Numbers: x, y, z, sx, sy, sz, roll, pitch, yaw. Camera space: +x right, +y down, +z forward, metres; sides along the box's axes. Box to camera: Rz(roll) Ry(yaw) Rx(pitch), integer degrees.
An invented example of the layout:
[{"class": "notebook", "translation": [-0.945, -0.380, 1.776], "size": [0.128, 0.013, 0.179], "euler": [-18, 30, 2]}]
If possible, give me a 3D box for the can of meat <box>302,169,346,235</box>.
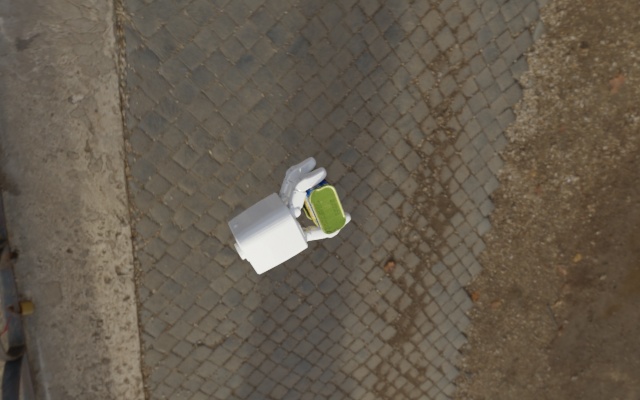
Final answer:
[{"class": "can of meat", "translation": [0.000, 0.003, 0.880], "size": [0.057, 0.102, 0.084], "euler": [-27, 28, -9]}]
